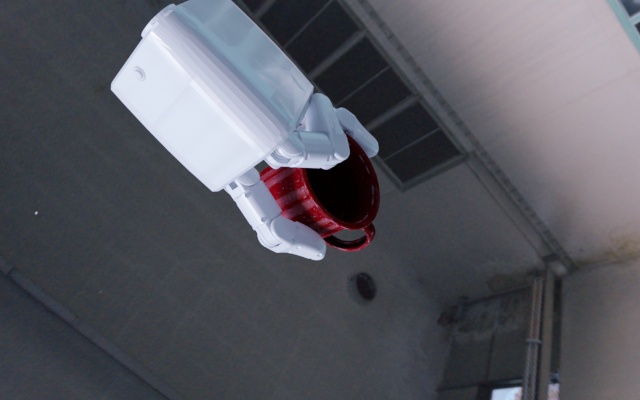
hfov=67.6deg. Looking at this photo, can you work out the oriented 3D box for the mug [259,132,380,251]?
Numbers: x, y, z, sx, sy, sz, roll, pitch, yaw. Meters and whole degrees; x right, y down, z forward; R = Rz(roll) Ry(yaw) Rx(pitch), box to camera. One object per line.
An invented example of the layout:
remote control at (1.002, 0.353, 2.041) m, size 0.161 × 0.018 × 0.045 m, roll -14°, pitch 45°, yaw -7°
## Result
mug at (0.001, 0.002, 0.430) m, size 0.081 × 0.117 × 0.093 m, roll -27°, pitch 24°, yaw 42°
